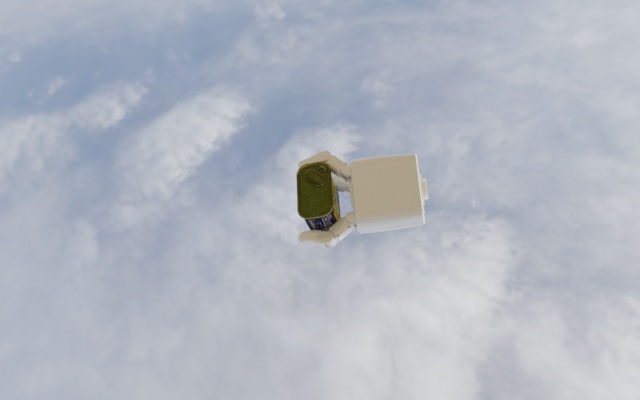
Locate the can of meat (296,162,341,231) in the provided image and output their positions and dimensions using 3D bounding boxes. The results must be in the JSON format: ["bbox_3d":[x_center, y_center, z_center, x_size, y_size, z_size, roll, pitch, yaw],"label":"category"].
[{"bbox_3d":[0.000,0.003,0.779,0.057,0.102,0.084,-10,-32,10],"label":"can of meat"}]
